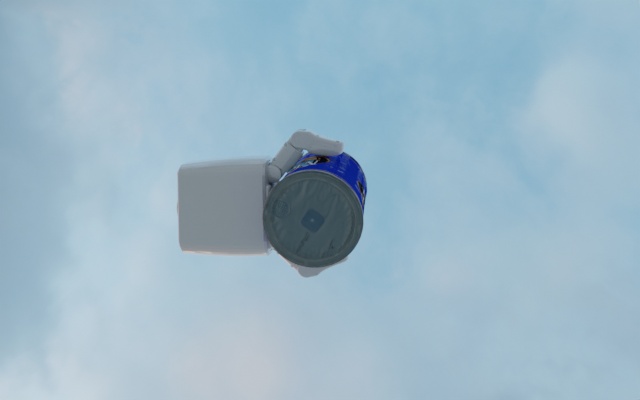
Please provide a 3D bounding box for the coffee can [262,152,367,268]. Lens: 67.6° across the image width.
[{"bbox_3d":[0.000,0.002,0.544,0.103,0.103,0.140,0,16,7],"label":"coffee can"}]
